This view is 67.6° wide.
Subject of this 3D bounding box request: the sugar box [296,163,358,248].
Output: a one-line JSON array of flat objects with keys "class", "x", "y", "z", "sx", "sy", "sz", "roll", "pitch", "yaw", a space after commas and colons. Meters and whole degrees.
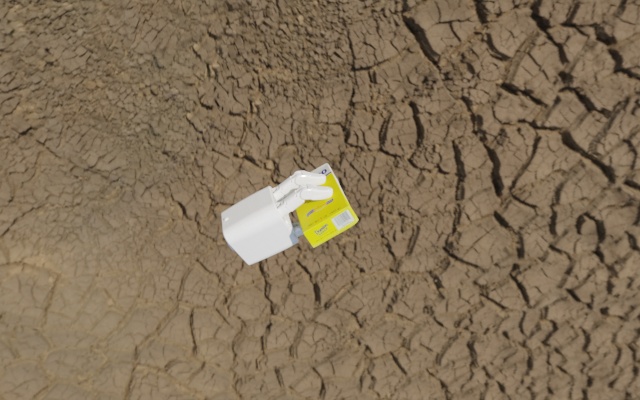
[{"class": "sugar box", "x": 0.000, "y": 0.003, "z": 0.879, "sx": 0.093, "sy": 0.048, "sz": 0.176, "roll": -30, "pitch": 34, "yaw": 4}]
